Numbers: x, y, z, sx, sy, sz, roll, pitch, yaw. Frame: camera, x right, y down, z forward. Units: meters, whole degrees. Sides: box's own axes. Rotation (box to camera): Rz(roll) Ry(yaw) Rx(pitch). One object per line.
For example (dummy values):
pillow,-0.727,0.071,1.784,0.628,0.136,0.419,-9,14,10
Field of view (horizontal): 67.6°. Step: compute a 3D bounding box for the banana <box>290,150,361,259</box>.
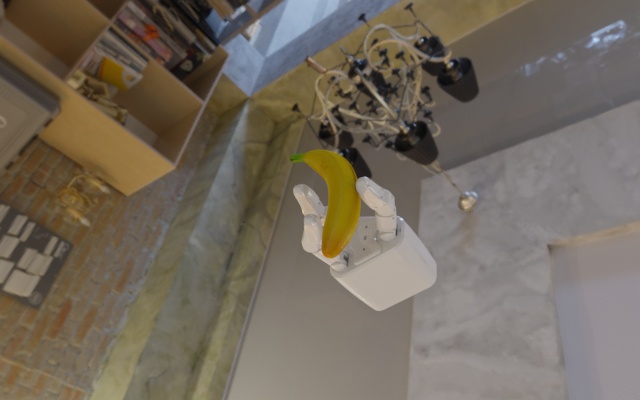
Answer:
banana,0.015,-0.010,0.574,0.069,0.037,0.197,-33,37,9
